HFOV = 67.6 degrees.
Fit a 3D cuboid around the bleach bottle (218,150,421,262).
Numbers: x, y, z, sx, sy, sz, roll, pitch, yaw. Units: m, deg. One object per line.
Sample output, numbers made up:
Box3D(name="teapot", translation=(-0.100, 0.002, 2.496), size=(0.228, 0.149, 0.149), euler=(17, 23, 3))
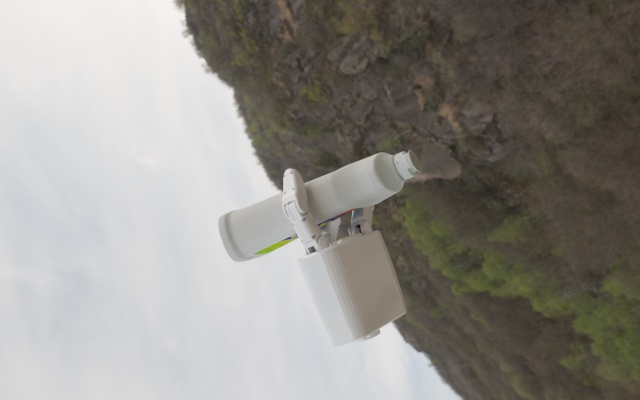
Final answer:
Box3D(name="bleach bottle", translation=(0.000, 0.002, 0.583), size=(0.251, 0.068, 0.102), euler=(-24, -7, 27))
